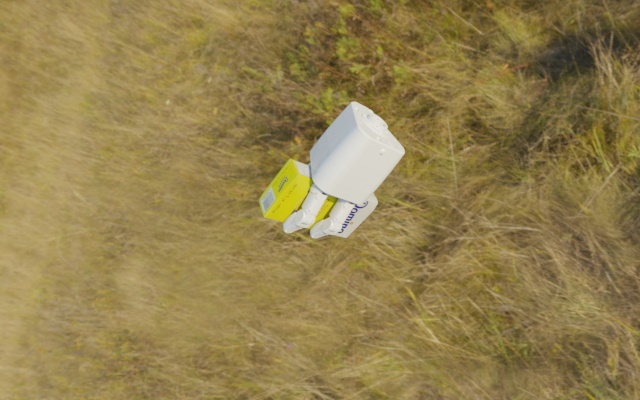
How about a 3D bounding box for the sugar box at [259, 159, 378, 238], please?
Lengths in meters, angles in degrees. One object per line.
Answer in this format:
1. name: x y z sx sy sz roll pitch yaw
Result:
1. sugar box: 0.000 0.003 0.757 0.176 0.048 0.093 18 -55 -37
